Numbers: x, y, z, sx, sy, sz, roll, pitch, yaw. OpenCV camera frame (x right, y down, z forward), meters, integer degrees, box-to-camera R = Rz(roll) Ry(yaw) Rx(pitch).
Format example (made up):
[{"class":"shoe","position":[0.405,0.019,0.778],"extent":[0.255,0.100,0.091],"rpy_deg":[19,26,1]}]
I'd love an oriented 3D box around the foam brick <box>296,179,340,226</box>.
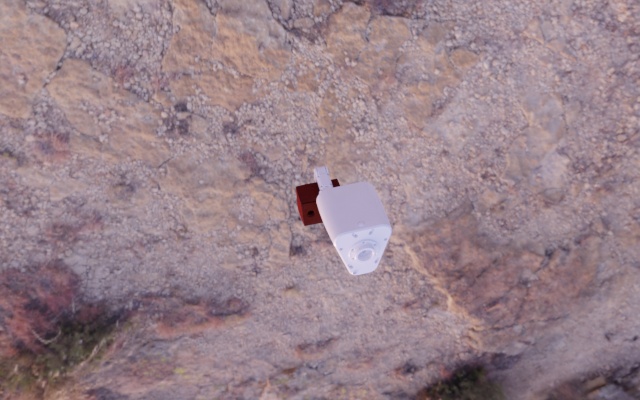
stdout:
[{"class":"foam brick","position":[0.000,0.003,0.830],"extent":[0.078,0.053,0.051],"rpy_deg":[-12,42,-7]}]
